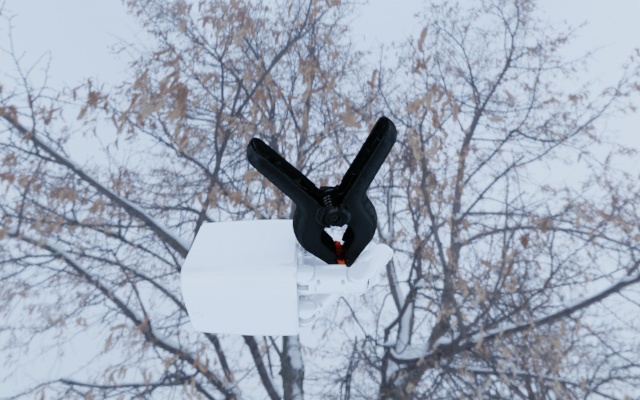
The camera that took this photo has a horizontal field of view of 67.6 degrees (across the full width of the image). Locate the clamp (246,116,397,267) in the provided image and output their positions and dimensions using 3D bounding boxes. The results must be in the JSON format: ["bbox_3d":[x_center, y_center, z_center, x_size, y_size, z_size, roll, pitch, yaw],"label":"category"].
[{"bbox_3d":[0.000,0.001,0.427,0.120,0.172,0.039,1,41,0],"label":"clamp"}]
